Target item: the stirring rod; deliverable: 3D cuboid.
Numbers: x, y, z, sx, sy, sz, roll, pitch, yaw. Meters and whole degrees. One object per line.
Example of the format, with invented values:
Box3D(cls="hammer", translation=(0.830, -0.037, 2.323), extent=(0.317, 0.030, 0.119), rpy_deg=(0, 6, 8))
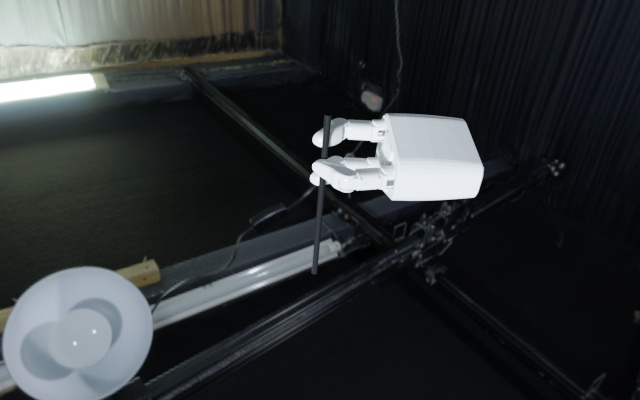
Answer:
Box3D(cls="stirring rod", translation=(0.000, 0.002, 0.610), extent=(0.011, 0.240, 0.011), rpy_deg=(3, 33, -2))
